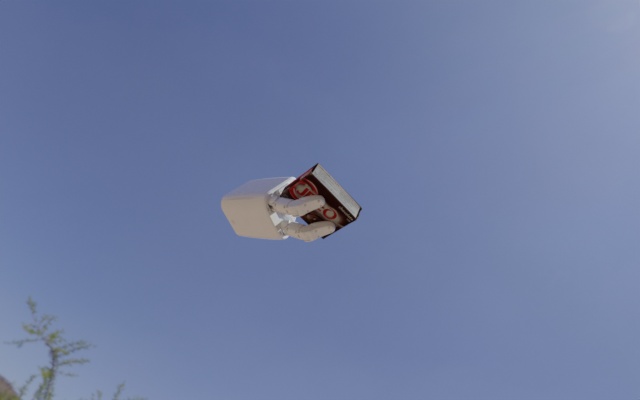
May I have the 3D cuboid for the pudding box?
[{"bbox_3d":[0.000,0.003,0.810,0.090,0.113,0.039,-33,19,43],"label":"pudding box"}]
